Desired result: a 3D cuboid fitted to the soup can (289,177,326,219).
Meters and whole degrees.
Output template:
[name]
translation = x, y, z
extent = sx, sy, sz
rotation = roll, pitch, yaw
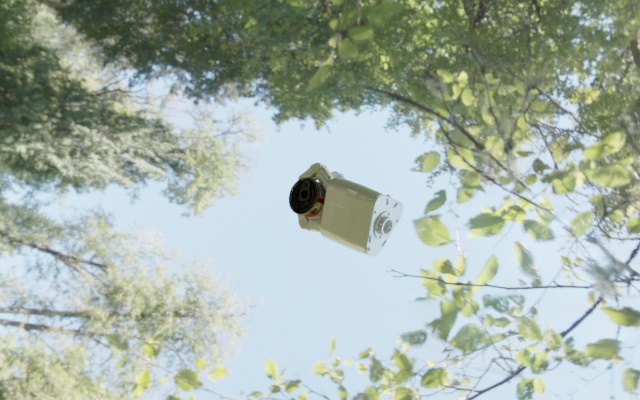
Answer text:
[soup can]
translation = 0.000, 0.003, 0.885
extent = 0.068, 0.068, 0.102
rotation = 0, -13, 40
